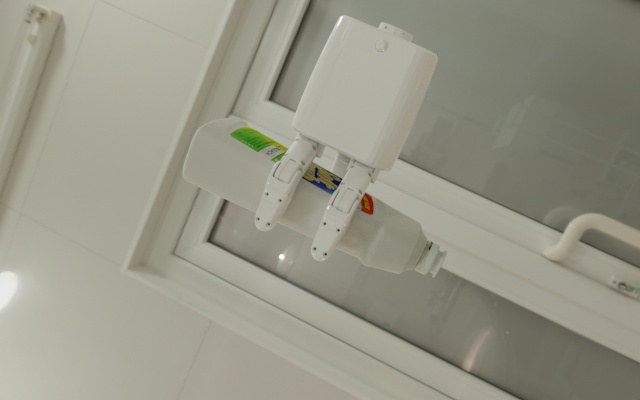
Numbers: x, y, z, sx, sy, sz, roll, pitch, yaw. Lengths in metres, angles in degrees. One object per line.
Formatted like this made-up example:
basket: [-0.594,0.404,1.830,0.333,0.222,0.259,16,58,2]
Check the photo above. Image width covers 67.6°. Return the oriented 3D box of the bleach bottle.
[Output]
bleach bottle: [0.000,0.002,0.462,0.251,0.068,0.102,26,18,8]
